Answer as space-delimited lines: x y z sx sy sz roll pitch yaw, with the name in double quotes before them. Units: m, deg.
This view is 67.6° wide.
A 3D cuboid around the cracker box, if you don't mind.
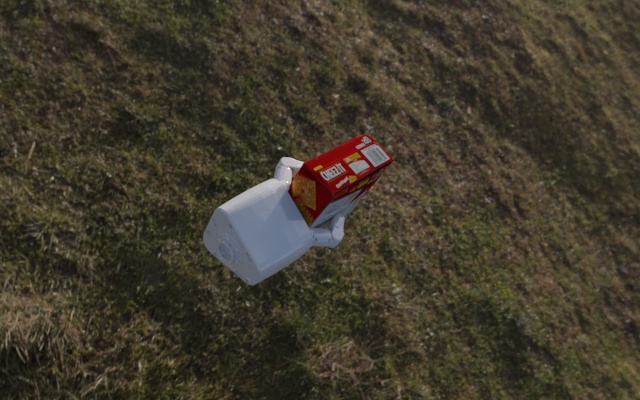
"cracker box" 0.000 0.003 0.770 0.164 0.072 0.214 -31 -16 -44
